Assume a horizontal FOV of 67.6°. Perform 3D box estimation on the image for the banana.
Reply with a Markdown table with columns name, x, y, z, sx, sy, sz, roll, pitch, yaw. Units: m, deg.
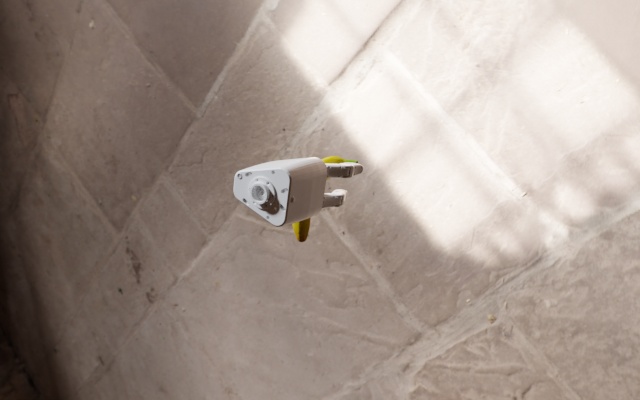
| name | x | y | z | sx | sy | sz | roll | pitch | yaw |
| --- | --- | --- | --- | --- | --- | --- | --- | --- | --- |
| banana | -0.012 | -0.012 | 0.887 | 0.069 | 0.198 | 0.037 | 41 | 25 | 16 |
